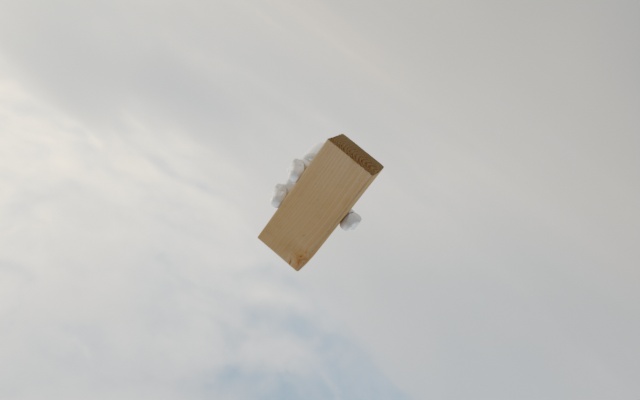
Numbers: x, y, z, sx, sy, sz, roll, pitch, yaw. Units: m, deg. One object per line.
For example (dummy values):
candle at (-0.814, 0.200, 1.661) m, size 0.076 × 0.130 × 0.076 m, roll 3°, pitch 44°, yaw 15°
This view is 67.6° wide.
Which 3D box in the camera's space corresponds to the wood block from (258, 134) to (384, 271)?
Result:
wood block at (0.000, 0.003, 0.782) m, size 0.091 × 0.206 × 0.090 m, roll 39°, pitch 22°, yaw 7°
